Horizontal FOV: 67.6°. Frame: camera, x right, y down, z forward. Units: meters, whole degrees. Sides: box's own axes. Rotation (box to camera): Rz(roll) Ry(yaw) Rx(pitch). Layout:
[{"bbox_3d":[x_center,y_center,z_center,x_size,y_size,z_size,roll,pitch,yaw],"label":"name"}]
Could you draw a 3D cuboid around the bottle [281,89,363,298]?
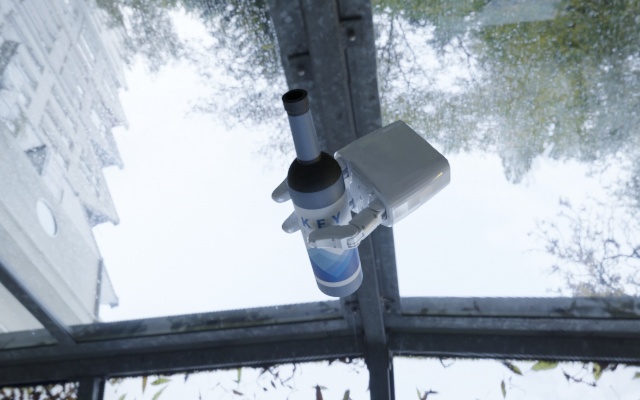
[{"bbox_3d":[0.000,0.002,0.580,0.069,0.296,0.069,-8,41,7],"label":"bottle"}]
